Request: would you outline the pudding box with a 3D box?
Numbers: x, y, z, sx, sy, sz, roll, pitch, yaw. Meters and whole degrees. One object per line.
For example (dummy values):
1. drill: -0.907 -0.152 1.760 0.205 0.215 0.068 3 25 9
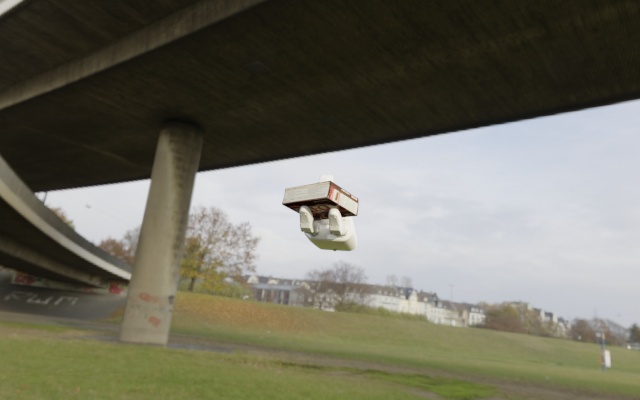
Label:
1. pudding box: 0.000 0.003 0.877 0.113 0.039 0.090 -11 -27 38
